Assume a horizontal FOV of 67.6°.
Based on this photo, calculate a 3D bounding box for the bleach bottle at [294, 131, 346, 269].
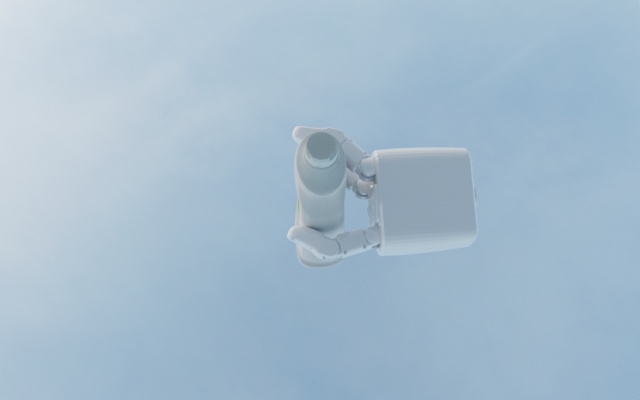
[{"bbox_3d":[0.000,0.002,0.553,0.068,0.102,0.251,-4,-21,-2],"label":"bleach bottle"}]
